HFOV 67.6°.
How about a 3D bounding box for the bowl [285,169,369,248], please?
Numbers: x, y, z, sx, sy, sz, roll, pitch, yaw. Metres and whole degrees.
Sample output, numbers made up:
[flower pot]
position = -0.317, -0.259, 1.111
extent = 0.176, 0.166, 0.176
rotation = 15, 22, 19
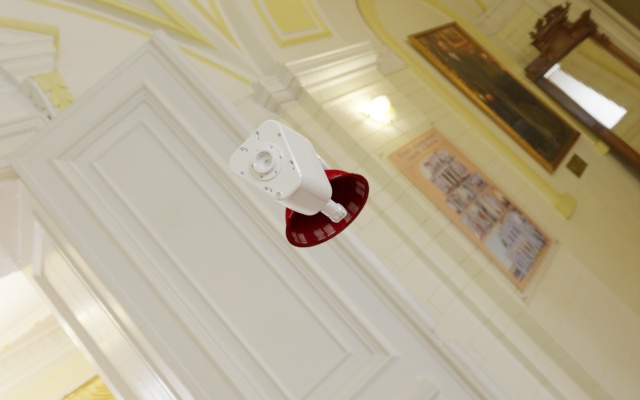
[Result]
[bowl]
position = 0.000, 0.003, 0.786
extent = 0.162, 0.162, 0.055
rotation = 0, 41, -45
